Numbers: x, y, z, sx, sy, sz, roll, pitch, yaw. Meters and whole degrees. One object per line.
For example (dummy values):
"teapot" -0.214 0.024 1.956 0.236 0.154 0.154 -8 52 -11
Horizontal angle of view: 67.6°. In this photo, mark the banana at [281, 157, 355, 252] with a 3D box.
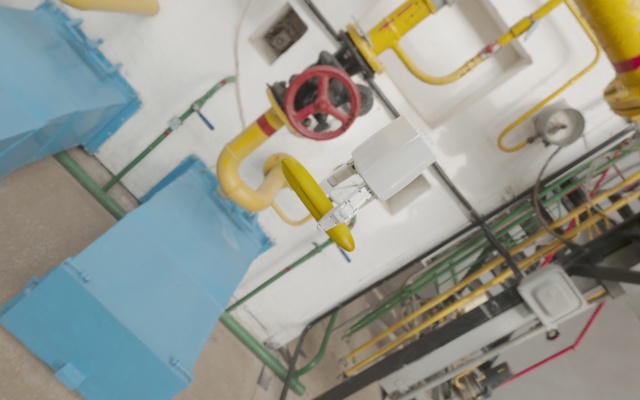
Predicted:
"banana" -0.007 -0.002 0.763 0.037 0.197 0.069 -38 -13 9
